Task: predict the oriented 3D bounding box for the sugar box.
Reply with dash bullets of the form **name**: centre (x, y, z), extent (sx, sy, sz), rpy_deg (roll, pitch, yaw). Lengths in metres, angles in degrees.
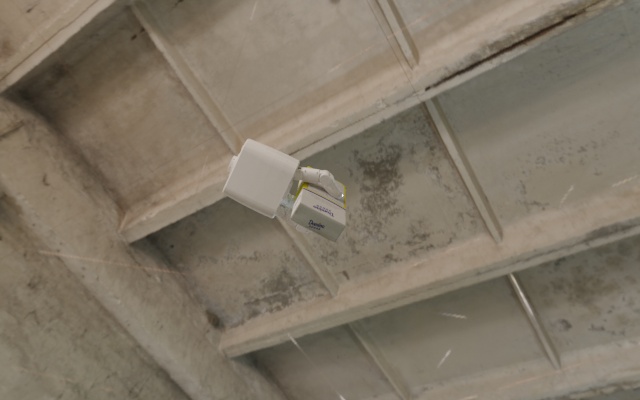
- **sugar box**: centre (0.000, 0.003, 0.898), extent (0.093, 0.048, 0.176), rpy_deg (28, 26, -8)
